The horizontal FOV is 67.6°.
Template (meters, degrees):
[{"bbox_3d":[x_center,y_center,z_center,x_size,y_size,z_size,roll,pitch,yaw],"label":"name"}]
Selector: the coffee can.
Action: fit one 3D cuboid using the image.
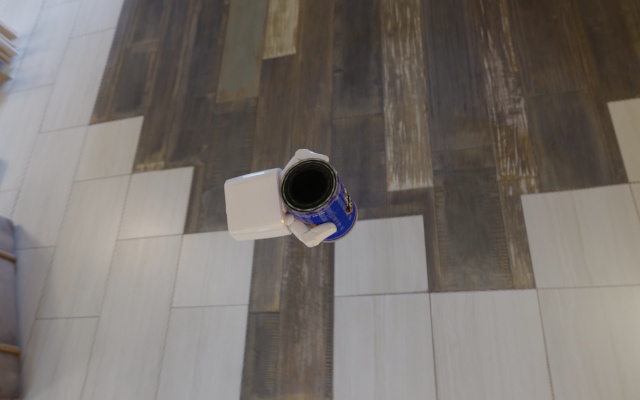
[{"bbox_3d":[0.000,0.003,0.843,0.103,0.102,0.140,0,-24,19],"label":"coffee can"}]
